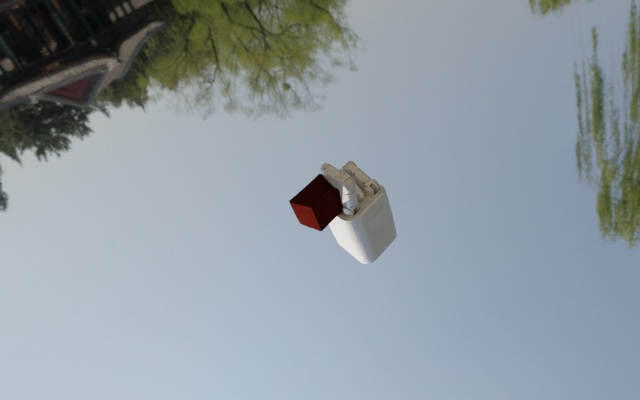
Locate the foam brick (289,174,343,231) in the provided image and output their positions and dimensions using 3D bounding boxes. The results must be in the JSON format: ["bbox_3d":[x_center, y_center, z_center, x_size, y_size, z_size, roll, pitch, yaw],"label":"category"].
[{"bbox_3d":[0.000,0.003,0.764,0.053,0.051,0.078,17,49,42],"label":"foam brick"}]
